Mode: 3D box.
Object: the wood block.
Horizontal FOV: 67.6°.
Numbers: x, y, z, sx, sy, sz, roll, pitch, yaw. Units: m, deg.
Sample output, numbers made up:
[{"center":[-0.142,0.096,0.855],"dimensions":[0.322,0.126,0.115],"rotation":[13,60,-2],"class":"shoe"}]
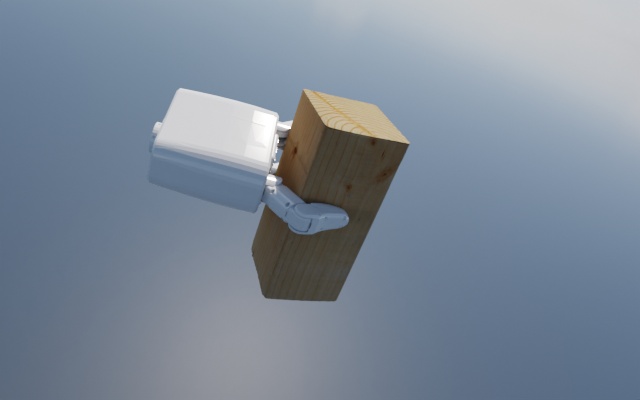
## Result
[{"center":[0.000,0.002,0.511],"dimensions":[0.090,0.206,0.090],"rotation":[8,32,-24],"class":"wood block"}]
